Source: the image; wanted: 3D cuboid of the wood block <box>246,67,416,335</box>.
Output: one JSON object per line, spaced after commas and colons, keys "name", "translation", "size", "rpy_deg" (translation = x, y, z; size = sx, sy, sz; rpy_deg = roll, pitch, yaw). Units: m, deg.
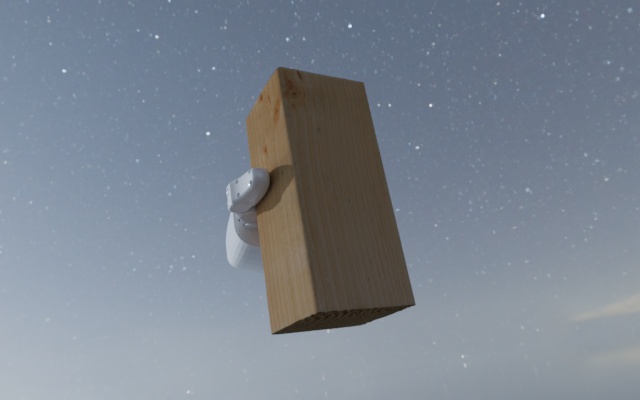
{"name": "wood block", "translation": [0.000, 0.001, 0.416], "size": [0.091, 0.206, 0.090], "rpy_deg": [2, -24, -29]}
